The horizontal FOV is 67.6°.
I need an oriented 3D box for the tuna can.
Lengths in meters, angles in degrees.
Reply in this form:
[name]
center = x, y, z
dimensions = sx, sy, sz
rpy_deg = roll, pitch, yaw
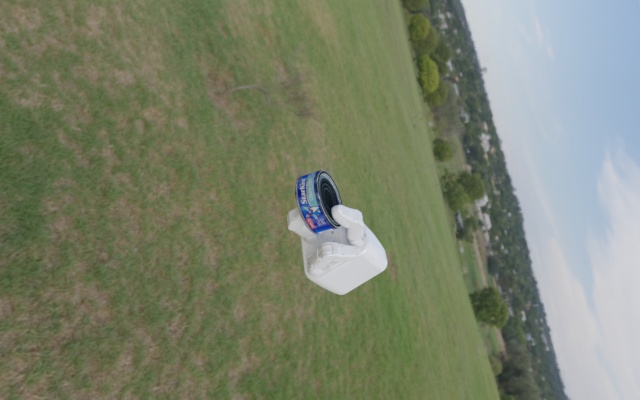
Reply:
[tuna can]
center = 0.001, 0.002, 0.661
dimensions = 0.034, 0.086, 0.086
rpy_deg = -17, -7, 22
